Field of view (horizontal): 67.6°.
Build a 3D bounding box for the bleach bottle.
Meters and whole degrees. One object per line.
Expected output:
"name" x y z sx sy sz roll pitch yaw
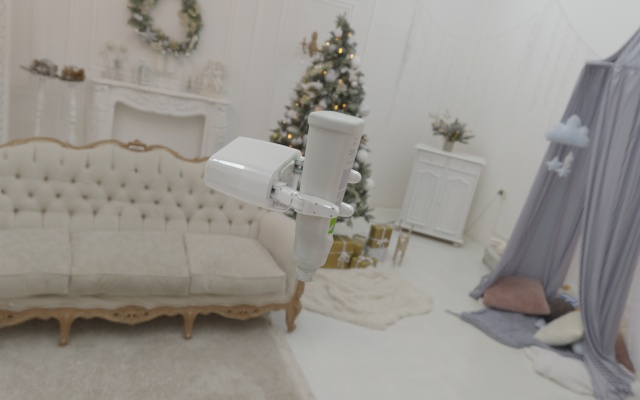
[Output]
"bleach bottle" 0.000 0.002 0.685 0.068 0.251 0.102 17 17 15
